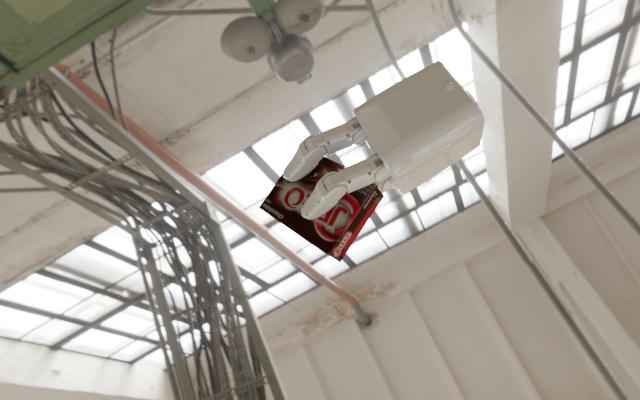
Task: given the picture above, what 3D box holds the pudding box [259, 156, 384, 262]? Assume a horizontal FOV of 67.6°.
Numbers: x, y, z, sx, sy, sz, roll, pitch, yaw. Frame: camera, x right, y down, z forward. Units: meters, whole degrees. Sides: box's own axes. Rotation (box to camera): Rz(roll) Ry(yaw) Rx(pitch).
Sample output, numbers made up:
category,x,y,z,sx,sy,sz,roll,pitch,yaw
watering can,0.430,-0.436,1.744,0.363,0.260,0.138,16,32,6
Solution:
category,x,y,z,sx,sy,sz,roll,pitch,yaw
pudding box,0.000,0.002,0.532,0.113,0.090,0.039,31,-7,34
